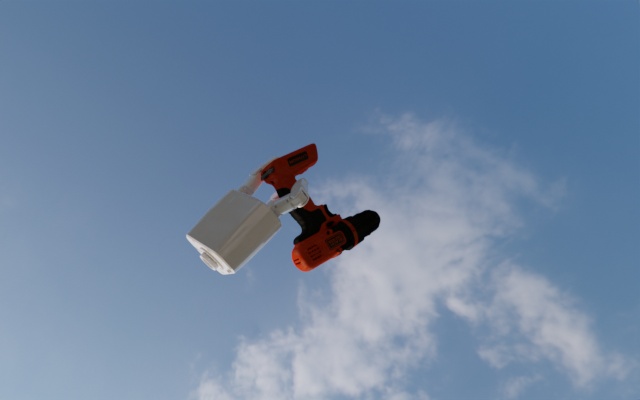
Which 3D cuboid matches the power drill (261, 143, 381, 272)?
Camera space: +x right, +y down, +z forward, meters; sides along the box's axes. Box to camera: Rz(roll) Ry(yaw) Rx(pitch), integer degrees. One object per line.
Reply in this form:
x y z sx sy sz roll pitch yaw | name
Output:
0.000 0.002 0.795 0.184 0.187 0.057 -27 -5 -36 | power drill
